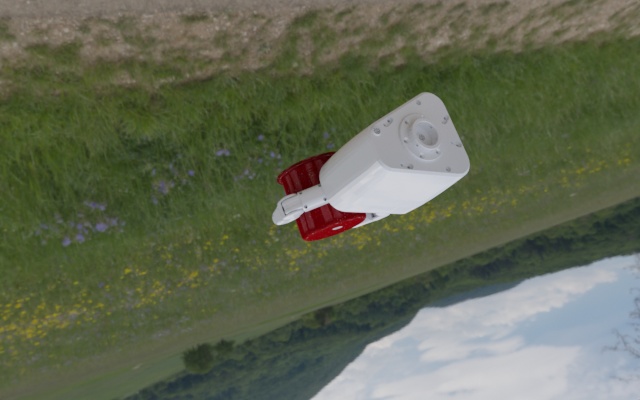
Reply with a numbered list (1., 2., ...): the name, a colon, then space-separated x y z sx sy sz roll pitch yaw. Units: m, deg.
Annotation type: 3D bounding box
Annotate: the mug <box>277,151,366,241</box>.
1. mug: 0.000 0.003 0.581 0.093 0.081 0.117 -14 -14 -25
